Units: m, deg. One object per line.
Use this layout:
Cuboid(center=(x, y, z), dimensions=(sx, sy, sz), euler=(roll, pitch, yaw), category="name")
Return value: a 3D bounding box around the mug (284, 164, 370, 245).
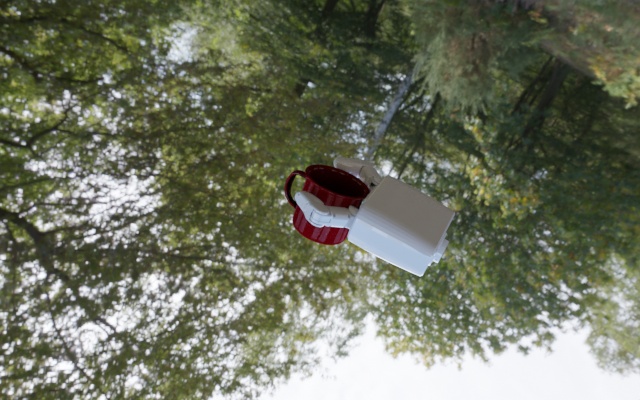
Cuboid(center=(-0.001, 0.002, 0.661), dimensions=(0.117, 0.081, 0.093), euler=(28, 25, 14), category="mug")
